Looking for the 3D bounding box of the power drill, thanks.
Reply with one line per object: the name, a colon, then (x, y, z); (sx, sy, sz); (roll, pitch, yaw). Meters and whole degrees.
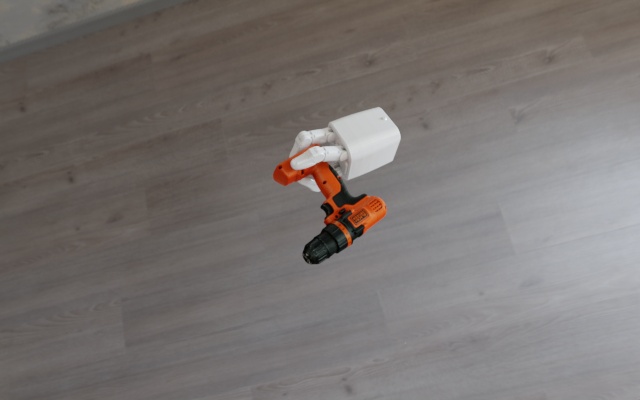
power drill: (0.000, 0.002, 0.848); (0.184, 0.187, 0.057); (-33, -13, -29)
